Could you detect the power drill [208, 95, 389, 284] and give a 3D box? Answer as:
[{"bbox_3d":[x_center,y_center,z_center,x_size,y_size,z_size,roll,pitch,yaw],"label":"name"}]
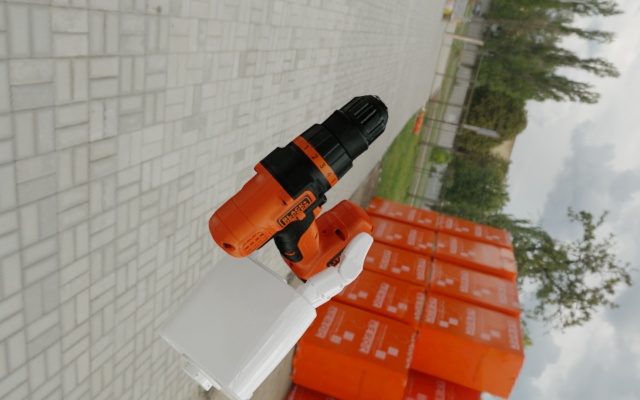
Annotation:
[{"bbox_3d":[0.000,0.002,0.466,0.184,0.057,0.188,-39,-28,-4],"label":"power drill"}]
